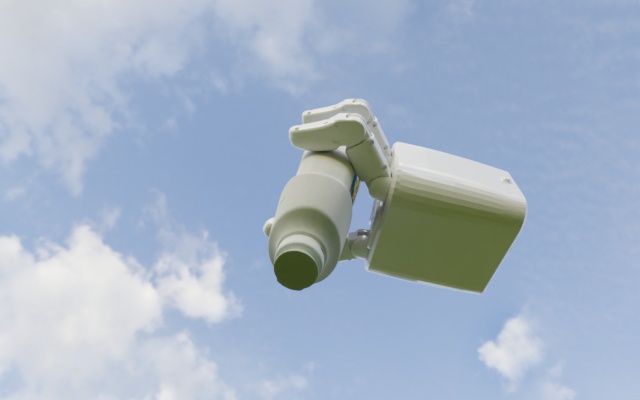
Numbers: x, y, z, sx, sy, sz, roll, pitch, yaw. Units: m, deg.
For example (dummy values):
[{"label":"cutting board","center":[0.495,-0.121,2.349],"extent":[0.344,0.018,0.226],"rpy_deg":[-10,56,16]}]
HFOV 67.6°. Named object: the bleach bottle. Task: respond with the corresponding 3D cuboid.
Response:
[{"label":"bleach bottle","center":[0.000,0.001,0.407],"extent":[0.068,0.103,0.250],"rpy_deg":[14,24,2]}]
